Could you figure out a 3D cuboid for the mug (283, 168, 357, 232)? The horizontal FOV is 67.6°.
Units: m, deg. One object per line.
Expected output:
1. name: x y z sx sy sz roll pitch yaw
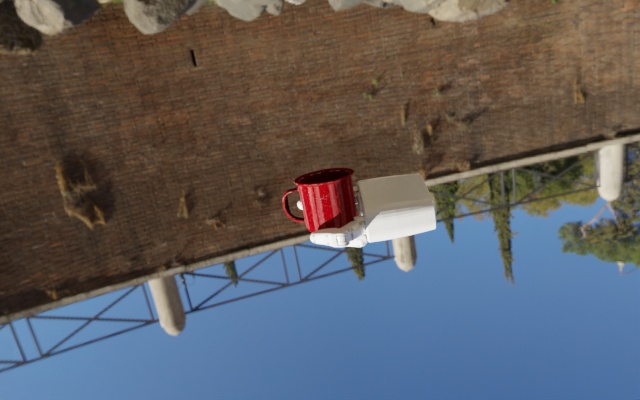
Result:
1. mug: -0.001 0.003 0.735 0.117 0.081 0.093 -9 15 3
